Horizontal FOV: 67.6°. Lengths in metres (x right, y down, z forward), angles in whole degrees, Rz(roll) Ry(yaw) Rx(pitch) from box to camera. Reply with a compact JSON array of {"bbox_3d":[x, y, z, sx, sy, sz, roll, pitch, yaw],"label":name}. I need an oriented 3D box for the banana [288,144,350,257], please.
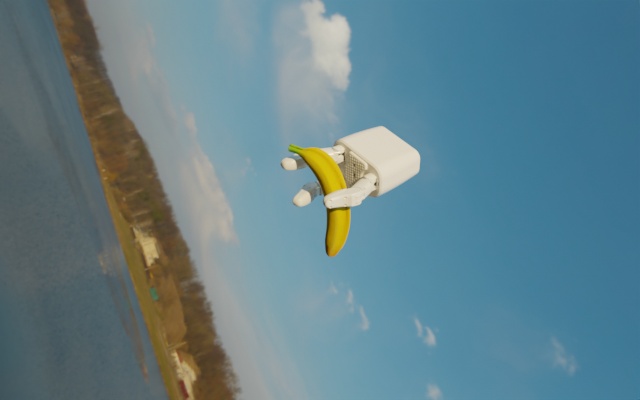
[{"bbox_3d":[0.014,-0.002,0.748,0.069,0.198,0.037,-6,20,39],"label":"banana"}]
